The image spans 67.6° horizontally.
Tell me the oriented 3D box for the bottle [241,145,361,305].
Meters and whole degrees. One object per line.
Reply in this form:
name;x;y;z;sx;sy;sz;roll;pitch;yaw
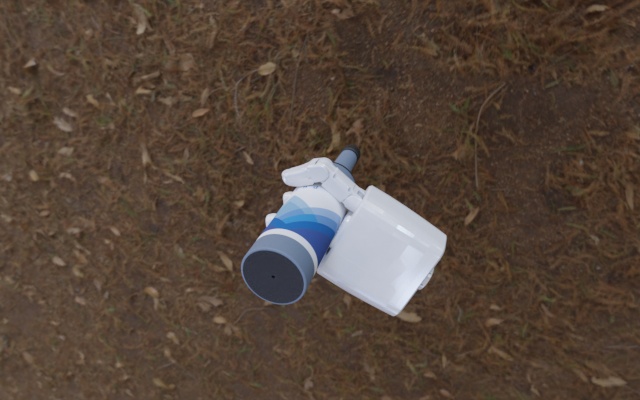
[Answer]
bottle;0.000;0.002;0.568;0.069;0.069;0.295;0;29;20
